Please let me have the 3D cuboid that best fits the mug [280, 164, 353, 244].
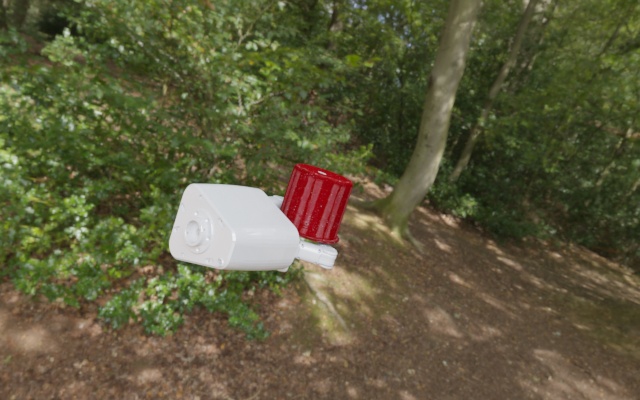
[{"bbox_3d":[0.001,0.002,0.637,0.093,0.081,0.117,25,11,34],"label":"mug"}]
